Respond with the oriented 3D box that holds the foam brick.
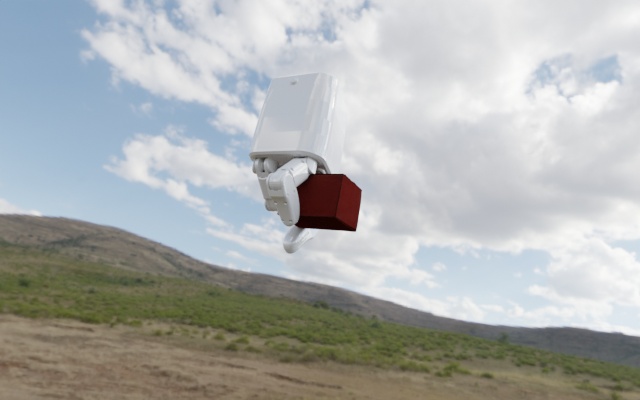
[{"bbox_3d":[0.000,0.002,0.539,0.078,0.051,0.053,2,-20,30],"label":"foam brick"}]
